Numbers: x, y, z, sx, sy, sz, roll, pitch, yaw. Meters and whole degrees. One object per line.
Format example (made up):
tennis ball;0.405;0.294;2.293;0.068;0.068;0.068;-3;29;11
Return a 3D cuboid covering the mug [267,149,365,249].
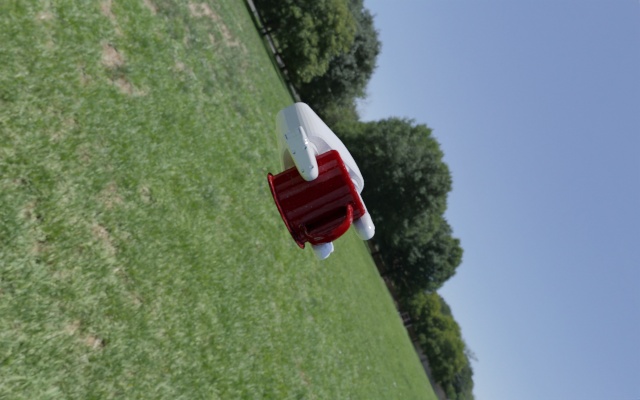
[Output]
mug;0.001;0.002;0.517;0.081;0.093;0.117;-25;36;4
